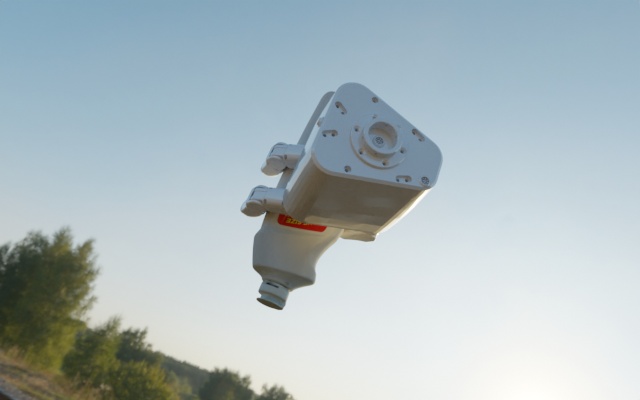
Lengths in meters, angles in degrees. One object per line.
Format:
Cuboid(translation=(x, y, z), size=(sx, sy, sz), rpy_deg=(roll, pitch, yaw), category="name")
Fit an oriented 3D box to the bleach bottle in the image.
Cuboid(translation=(0.000, 0.002, 0.527), size=(0.102, 0.250, 0.068), rpy_deg=(24, -25, -4), category="bleach bottle")
